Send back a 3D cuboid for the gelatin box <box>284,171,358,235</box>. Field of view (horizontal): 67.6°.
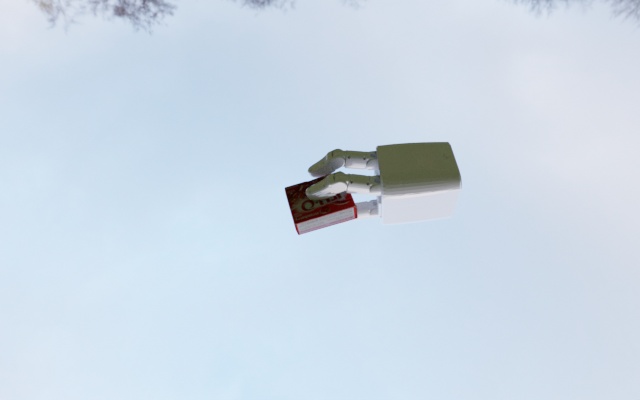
[{"bbox_3d":[0.000,0.003,0.672,0.089,0.073,0.030,-16,-42,-3],"label":"gelatin box"}]
